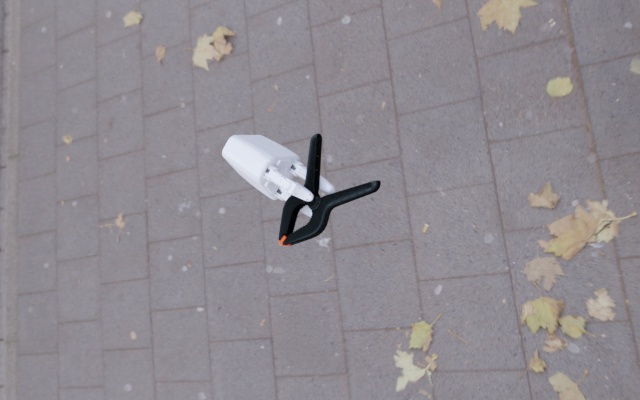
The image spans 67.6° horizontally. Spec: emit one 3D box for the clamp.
[{"bbox_3d":[-0.001,0.003,0.859,0.164,0.210,0.036,34,6,28],"label":"clamp"}]
